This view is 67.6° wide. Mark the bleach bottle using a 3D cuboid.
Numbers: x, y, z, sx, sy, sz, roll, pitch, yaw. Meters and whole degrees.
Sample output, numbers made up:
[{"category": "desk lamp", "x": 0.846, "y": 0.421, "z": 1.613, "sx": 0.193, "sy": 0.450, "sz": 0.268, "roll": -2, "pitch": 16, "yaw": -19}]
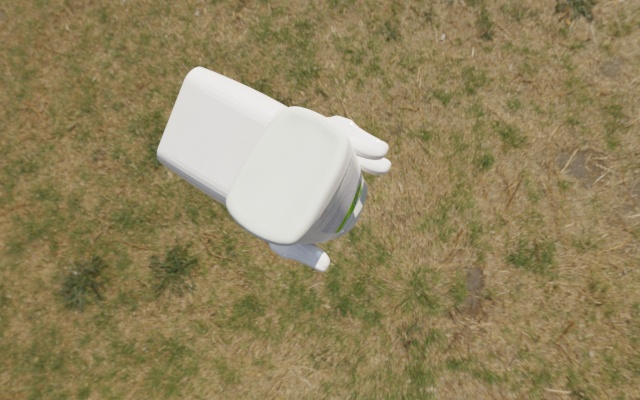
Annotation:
[{"category": "bleach bottle", "x": 0.000, "y": 0.001, "z": 0.454, "sx": 0.068, "sy": 0.102, "sz": 0.251, "roll": 30, "pitch": -4, "yaw": 14}]
